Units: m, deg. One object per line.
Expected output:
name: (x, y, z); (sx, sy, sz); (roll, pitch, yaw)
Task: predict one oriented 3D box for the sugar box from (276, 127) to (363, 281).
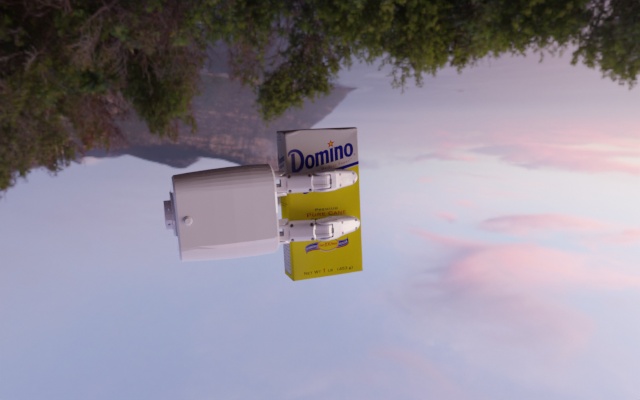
sugar box: (0.000, 0.002, 0.576); (0.093, 0.176, 0.048); (-6, 11, -19)
